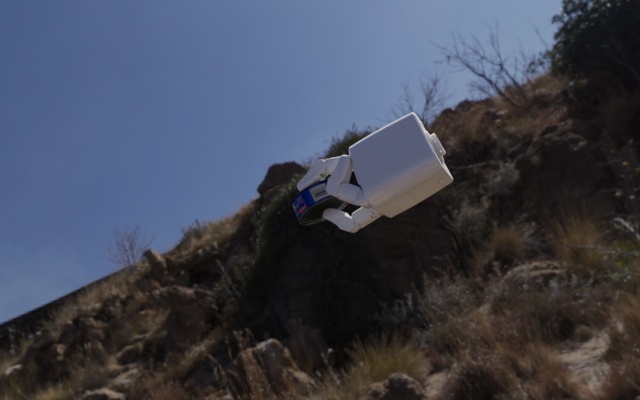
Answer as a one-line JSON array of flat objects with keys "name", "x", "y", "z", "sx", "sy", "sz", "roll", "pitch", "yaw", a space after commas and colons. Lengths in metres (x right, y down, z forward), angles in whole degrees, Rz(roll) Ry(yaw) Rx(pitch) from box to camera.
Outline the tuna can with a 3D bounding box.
[{"name": "tuna can", "x": 0.000, "y": 0.002, "z": 0.738, "sx": 0.086, "sy": 0.033, "sz": 0.086, "roll": -23, "pitch": -20, "yaw": -9}]
